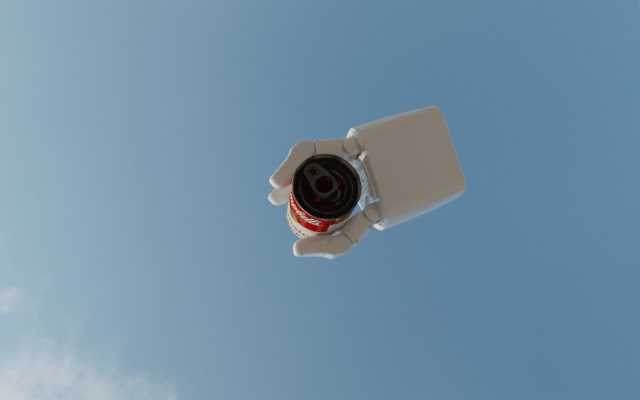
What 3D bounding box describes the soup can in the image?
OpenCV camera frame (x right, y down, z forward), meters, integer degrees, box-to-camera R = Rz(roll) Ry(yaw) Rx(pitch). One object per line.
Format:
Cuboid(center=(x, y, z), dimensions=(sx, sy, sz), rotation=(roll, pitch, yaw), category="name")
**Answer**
Cuboid(center=(0.000, 0.002, 0.505), dimensions=(0.068, 0.068, 0.102), rotation=(0, -18, -8), category="soup can")
